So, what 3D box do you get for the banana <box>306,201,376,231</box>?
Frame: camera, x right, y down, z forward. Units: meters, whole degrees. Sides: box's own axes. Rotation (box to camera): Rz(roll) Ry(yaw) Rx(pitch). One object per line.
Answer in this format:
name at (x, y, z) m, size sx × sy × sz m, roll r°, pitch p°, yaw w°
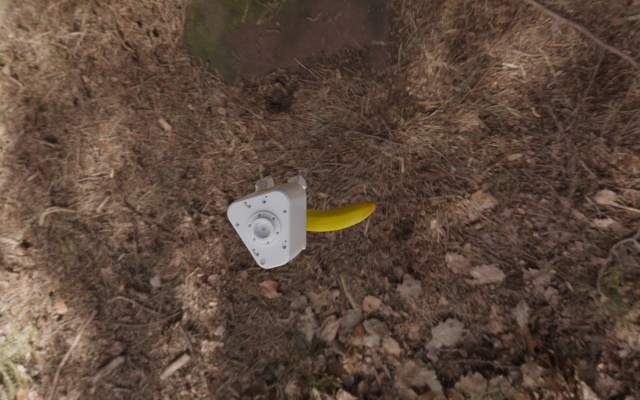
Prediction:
banana at (-0.006, 0.021, 0.832) m, size 0.198 × 0.069 × 0.037 m, roll 10°, pitch 5°, yaw 9°
